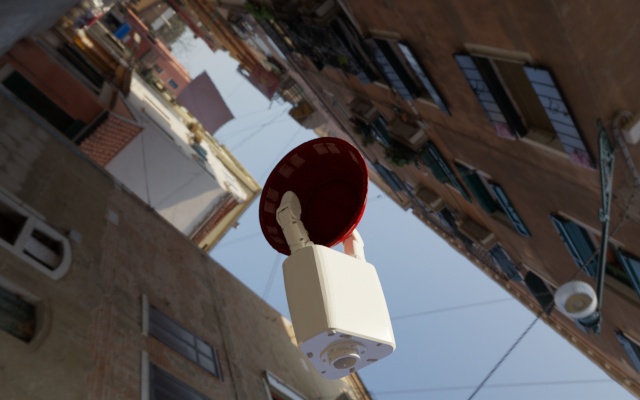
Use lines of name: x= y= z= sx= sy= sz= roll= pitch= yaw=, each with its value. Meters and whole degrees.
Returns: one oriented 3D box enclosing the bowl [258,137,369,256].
bowl: x=0.000 y=0.001 z=0.612 sx=0.162 sy=0.162 sz=0.055 roll=0 pitch=-21 yaw=34
